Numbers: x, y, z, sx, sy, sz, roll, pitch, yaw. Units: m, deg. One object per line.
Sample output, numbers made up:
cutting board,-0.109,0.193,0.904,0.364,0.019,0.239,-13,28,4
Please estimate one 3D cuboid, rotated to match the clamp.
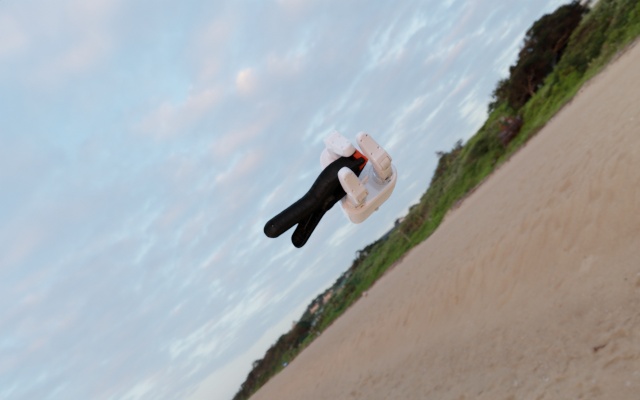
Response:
clamp,0.000,0.002,0.669,0.171,0.039,0.120,-42,-15,-5
